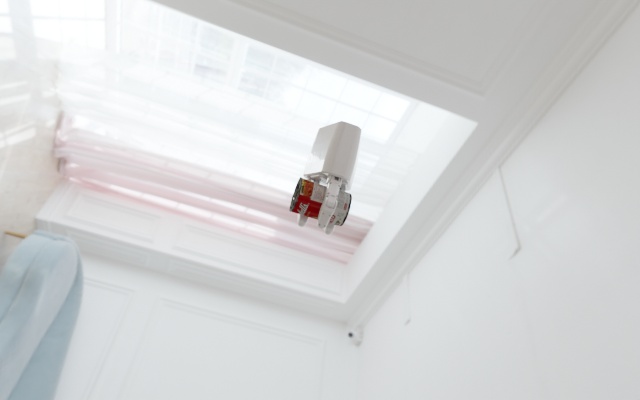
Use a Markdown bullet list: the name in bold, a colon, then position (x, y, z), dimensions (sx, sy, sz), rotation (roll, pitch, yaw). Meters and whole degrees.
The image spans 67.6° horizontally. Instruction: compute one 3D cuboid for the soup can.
- **soup can**: position (0.000, 0.003, 0.897), dimensions (0.102, 0.068, 0.068), rotation (17, -3, -10)
